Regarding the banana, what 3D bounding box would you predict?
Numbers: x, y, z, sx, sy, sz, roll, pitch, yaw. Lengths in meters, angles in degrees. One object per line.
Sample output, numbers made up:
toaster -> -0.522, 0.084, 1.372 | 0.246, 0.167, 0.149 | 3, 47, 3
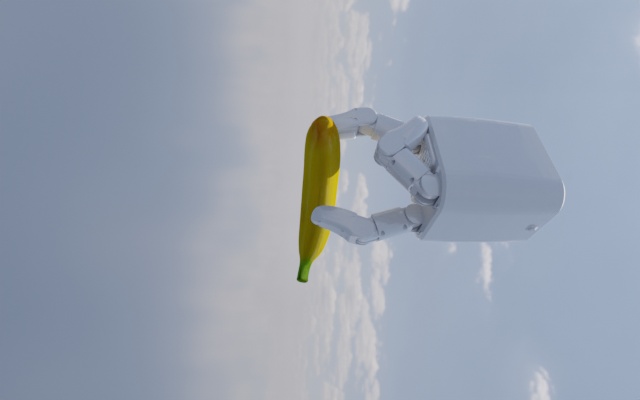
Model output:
banana -> -0.001, -0.007, 0.477 | 0.037, 0.198, 0.069 | 3, 38, -4
